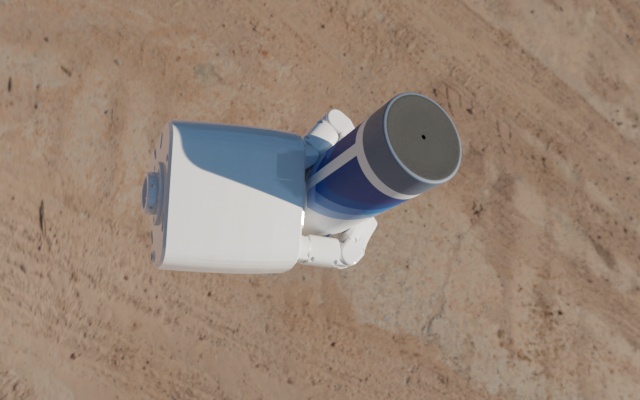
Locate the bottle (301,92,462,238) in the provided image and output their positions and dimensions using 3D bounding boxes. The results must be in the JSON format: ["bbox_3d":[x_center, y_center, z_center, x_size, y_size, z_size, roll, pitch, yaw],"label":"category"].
[{"bbox_3d":[0.000,0.001,0.439,0.069,0.069,0.296,0,-17,-29],"label":"bottle"}]
